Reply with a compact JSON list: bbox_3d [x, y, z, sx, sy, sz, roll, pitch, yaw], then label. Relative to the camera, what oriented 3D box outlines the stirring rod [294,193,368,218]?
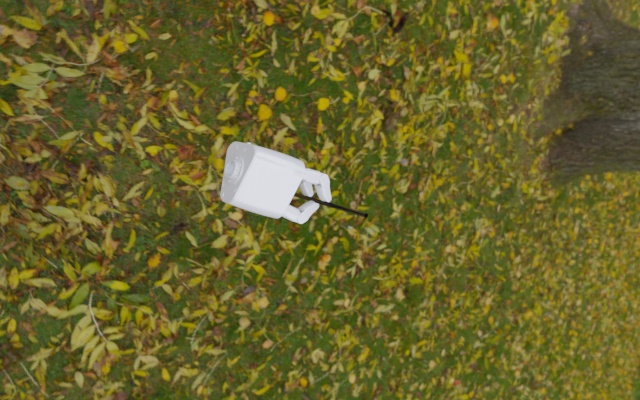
[{"bbox_3d":[0.000,0.003,0.887,0.011,0.011,0.239,0,11,-40],"label":"stirring rod"}]
